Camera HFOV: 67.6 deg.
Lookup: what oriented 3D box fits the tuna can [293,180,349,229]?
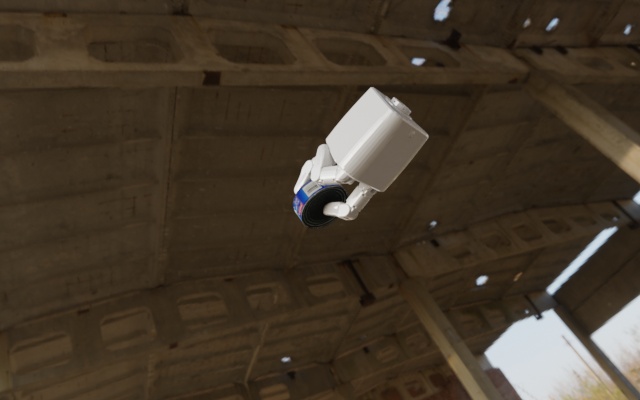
[{"bbox_3d":[0.000,0.002,0.761,0.086,0.086,0.033,0,38,-38],"label":"tuna can"}]
